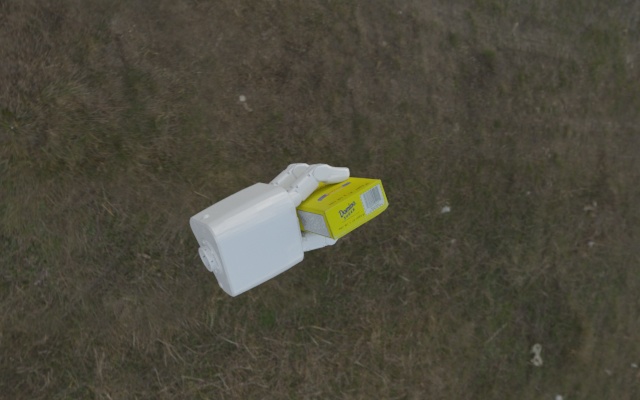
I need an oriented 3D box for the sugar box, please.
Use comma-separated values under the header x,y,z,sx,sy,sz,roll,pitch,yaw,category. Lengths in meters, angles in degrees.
x,y,z,sx,sy,sz,roll,pitch,yaw,category
0.000,0.002,0.651,0.093,0.048,0.176,-29,22,-27,sugar box
